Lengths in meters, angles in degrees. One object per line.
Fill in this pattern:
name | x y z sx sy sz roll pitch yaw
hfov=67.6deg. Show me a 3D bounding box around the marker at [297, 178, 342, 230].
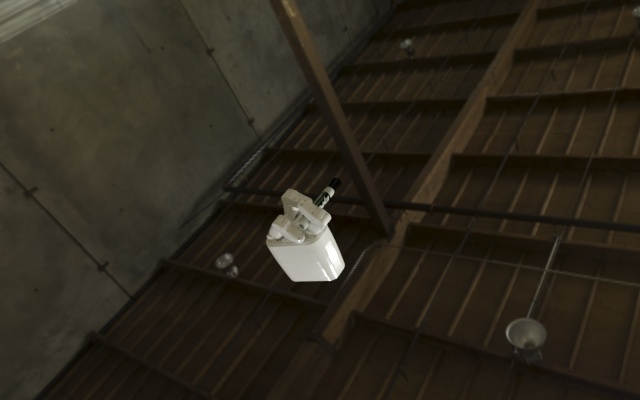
marker | 0.000 0.003 0.827 0.020 0.020 0.121 0 42 47
